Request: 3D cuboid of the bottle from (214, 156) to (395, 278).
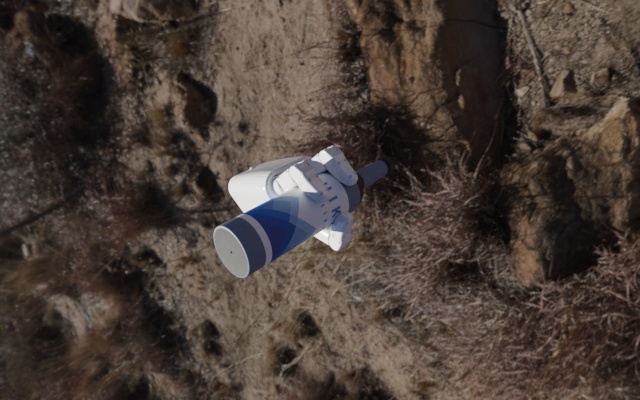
[{"bbox_3d":[0.000,0.002,0.630,0.295,0.069,0.069,-29,19,-37],"label":"bottle"}]
